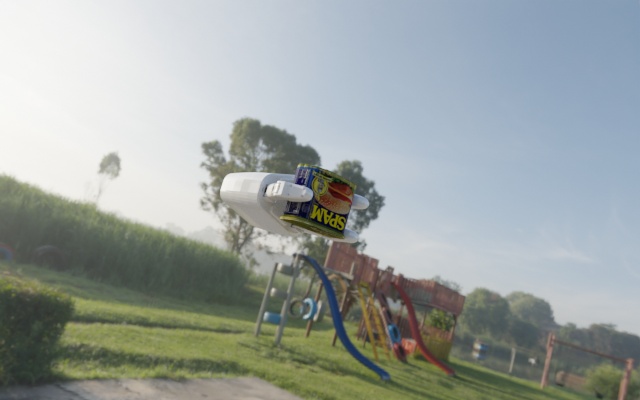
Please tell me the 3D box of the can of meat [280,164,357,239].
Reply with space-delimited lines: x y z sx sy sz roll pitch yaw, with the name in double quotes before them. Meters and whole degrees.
"can of meat" 0.000 0.002 0.695 0.102 0.084 0.057 24 -13 -41
